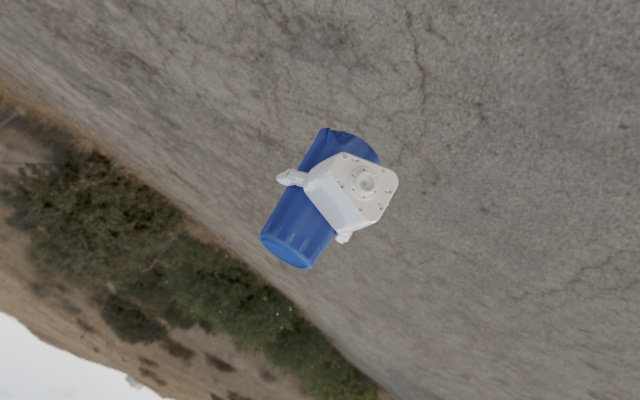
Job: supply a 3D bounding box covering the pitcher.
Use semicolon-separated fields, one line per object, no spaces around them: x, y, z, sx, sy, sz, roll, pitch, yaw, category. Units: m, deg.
0.000;0.003;0.869;0.149;0.242;0.145;37;-20;-13;pitcher
